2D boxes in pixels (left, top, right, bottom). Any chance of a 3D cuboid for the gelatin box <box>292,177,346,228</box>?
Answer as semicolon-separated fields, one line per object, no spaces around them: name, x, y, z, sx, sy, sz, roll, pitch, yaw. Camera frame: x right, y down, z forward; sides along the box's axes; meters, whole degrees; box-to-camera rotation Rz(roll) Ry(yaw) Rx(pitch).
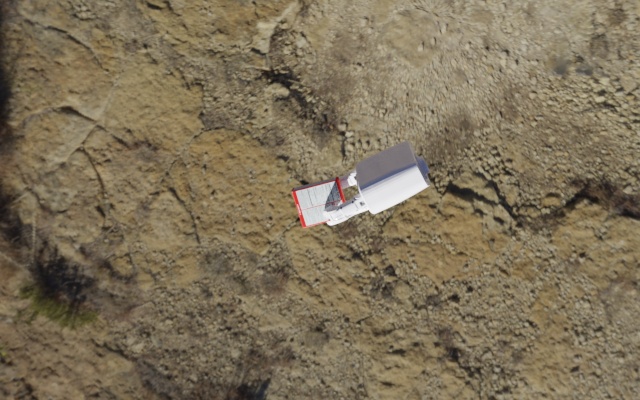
gelatin box;0.000;0.003;0.876;0.089;0.073;0.030;-15;15;8
